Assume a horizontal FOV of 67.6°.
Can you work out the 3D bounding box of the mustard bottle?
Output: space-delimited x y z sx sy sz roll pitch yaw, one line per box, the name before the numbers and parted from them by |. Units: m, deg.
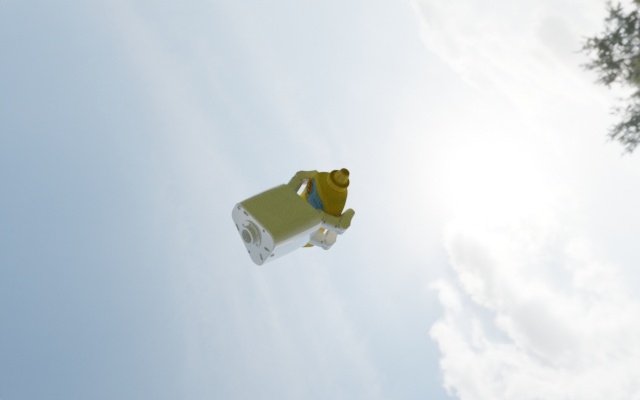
mustard bottle | 0.000 0.003 0.880 0.058 0.096 0.192 2 -34 -30
